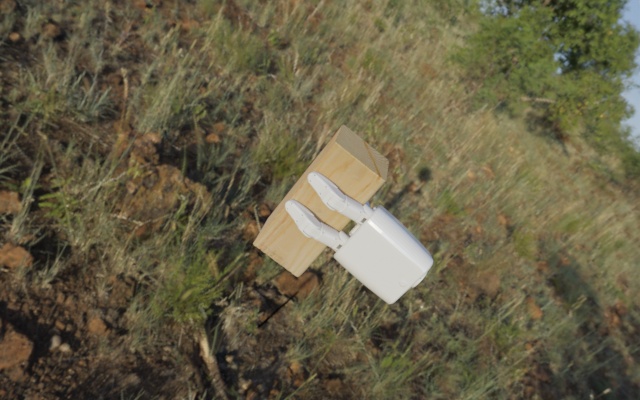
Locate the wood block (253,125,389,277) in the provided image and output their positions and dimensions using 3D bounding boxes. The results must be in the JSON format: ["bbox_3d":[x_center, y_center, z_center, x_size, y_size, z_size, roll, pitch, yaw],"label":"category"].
[{"bbox_3d":[0.001,0.002,0.711,0.090,0.206,0.090,37,25,-6],"label":"wood block"}]
